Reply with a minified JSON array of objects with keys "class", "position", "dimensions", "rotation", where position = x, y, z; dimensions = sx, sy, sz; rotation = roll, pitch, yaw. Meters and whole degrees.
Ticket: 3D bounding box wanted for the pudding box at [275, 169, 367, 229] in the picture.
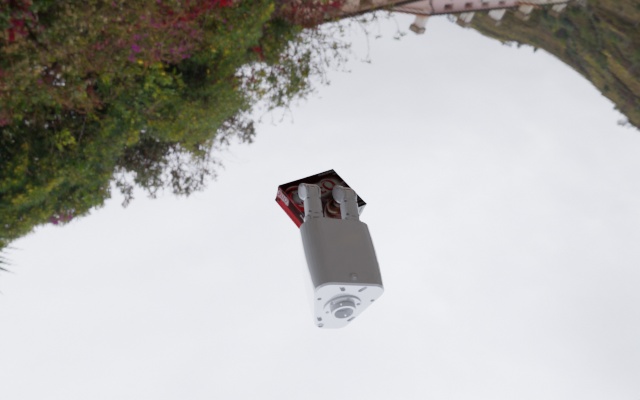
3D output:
[{"class":"pudding box","position":[0.000,0.003,0.736],"dimensions":[0.113,0.039,0.090],"rotation":[-18,54,-37]}]
